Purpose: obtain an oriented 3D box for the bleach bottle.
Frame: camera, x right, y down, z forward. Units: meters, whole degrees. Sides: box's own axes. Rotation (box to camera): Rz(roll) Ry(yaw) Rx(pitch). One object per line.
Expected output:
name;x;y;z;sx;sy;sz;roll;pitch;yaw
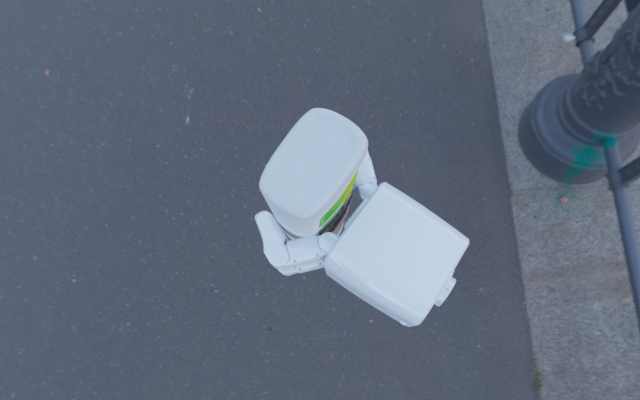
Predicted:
bleach bottle;0.000;0.002;0.520;0.068;0.102;0.251;34;-11;12
